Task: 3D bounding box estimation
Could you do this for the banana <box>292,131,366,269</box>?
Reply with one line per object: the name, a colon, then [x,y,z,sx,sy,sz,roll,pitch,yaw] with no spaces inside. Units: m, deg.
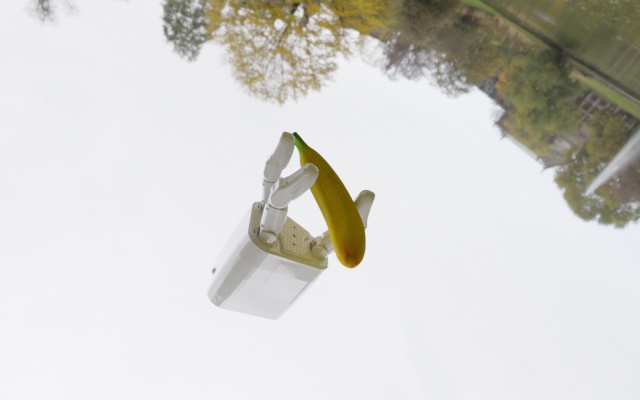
banana: [0.011,0.006,0.517,0.037,0.197,0.070,-44,-44,19]
